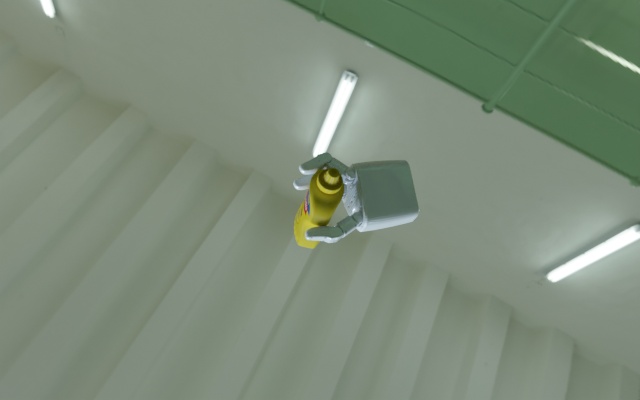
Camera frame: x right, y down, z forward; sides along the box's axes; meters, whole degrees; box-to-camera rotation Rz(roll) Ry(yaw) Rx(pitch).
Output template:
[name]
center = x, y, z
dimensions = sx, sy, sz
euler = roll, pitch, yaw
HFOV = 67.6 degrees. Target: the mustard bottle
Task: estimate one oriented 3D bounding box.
[mustard bottle]
center = 0.000, 0.003, 0.812
dimensions = 0.058, 0.096, 0.192
euler = 15, -31, -7
